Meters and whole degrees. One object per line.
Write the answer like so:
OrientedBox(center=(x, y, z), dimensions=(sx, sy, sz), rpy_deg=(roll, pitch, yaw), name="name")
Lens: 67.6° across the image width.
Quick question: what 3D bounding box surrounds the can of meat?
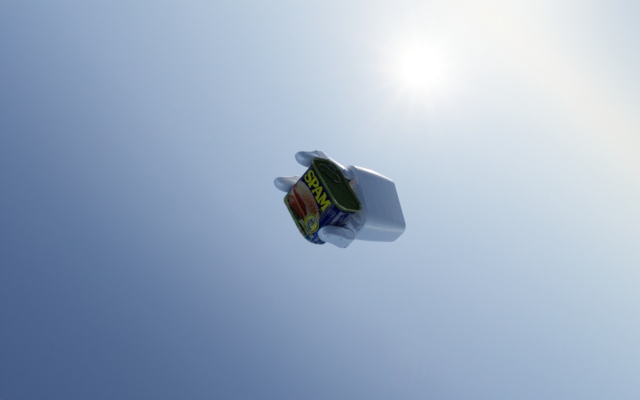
OrientedBox(center=(0.000, 0.003, 0.704), dimensions=(0.057, 0.102, 0.084), rpy_deg=(8, -47, -46), name="can of meat")
